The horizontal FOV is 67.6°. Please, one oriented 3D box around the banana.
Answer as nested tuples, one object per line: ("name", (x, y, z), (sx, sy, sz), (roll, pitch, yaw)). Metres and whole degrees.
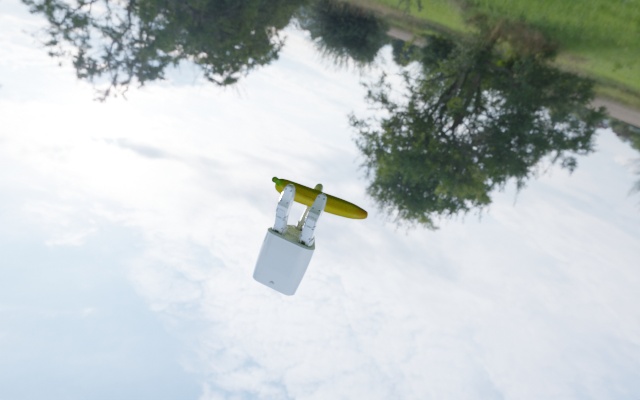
("banana", (-0.007, -0.001, 0.912), (0.198, 0.037, 0.069), (19, 4, -14))
